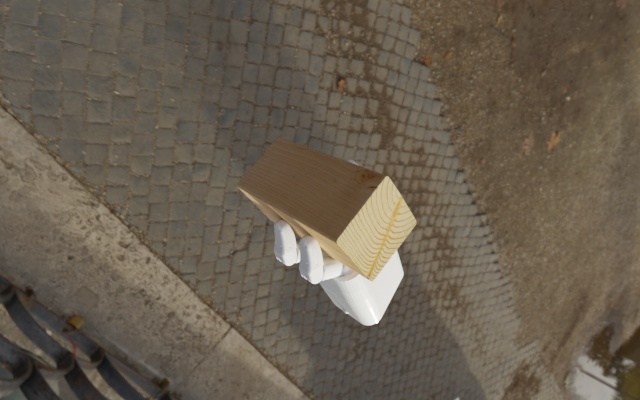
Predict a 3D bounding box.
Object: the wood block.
[{"bbox_3d":[0.001,0.002,0.585,0.206,0.091,0.090,25,-19,47],"label":"wood block"}]
